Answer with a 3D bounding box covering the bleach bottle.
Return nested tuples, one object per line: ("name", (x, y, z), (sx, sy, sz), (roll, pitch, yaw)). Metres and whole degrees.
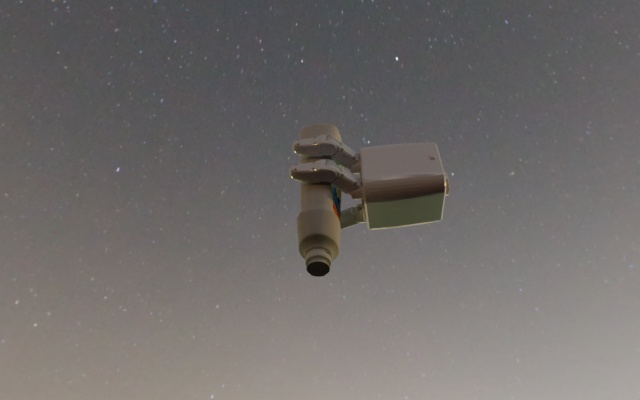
("bleach bottle", (0.000, 0.002, 0.657), (0.068, 0.103, 0.250), (-5, 42, 6))
